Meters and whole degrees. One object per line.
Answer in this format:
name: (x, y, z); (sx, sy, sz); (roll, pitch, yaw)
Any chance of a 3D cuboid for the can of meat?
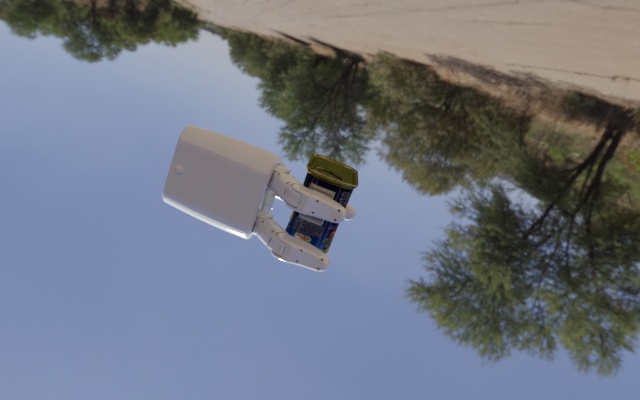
can of meat: (0.000, 0.002, 0.533); (0.057, 0.084, 0.102); (22, 15, -2)
